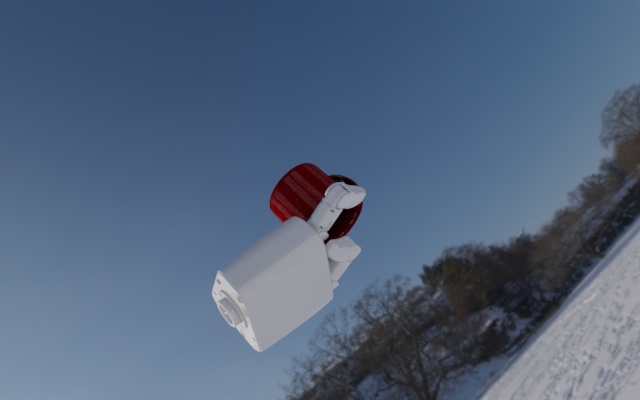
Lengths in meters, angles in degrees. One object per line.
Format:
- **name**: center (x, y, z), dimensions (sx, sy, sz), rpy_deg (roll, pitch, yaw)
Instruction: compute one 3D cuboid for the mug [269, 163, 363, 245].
- **mug**: center (0.001, 0.001, 0.595), dimensions (0.117, 0.093, 0.081), rpy_deg (-33, 61, -31)
